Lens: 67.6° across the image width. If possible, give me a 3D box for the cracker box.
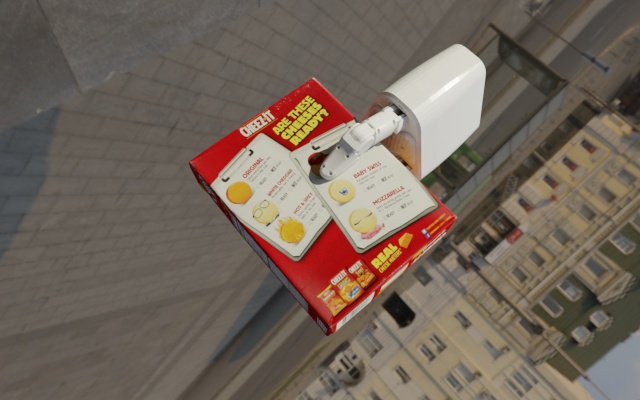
[{"bbox_3d":[0.000,0.002,0.487,0.164,0.213,0.072,-38,-18,-17],"label":"cracker box"}]
